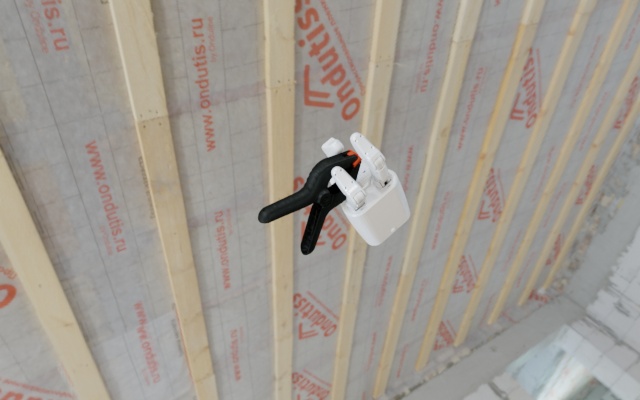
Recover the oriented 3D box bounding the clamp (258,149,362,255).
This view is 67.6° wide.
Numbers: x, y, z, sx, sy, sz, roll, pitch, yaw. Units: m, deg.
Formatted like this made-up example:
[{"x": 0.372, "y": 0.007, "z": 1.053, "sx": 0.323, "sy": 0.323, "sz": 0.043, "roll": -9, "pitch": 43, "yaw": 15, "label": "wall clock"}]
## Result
[{"x": 0.000, "y": 0.002, "z": 0.702, "sx": 0.039, "sy": 0.171, "sz": 0.120, "roll": 44, "pitch": -7, "yaw": 41, "label": "clamp"}]
